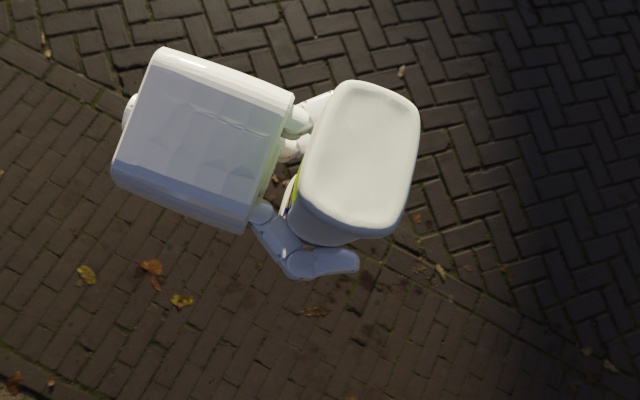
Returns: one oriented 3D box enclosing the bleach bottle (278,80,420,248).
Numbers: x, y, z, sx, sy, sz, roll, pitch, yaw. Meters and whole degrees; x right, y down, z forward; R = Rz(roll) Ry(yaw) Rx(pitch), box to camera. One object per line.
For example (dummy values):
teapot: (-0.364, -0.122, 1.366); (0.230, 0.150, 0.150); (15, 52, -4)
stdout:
bleach bottle: (0.000, 0.001, 0.404); (0.068, 0.102, 0.251); (20, -18, -8)
